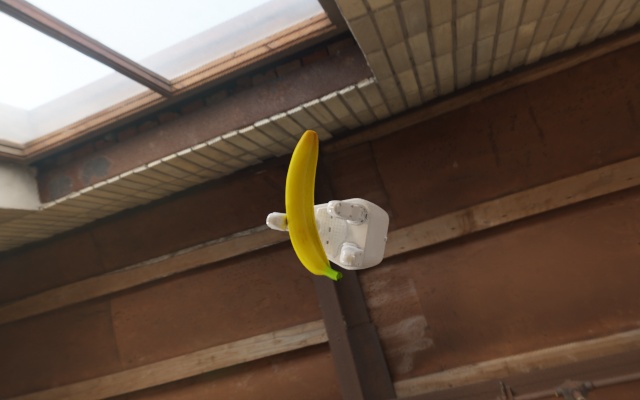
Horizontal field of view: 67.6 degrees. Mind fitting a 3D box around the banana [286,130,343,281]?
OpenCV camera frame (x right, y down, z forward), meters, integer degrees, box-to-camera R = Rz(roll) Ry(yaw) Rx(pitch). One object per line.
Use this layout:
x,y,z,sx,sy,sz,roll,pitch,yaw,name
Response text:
-0.015,0.011,0.613,0.069,0.197,0.037,-19,-16,29,banana
